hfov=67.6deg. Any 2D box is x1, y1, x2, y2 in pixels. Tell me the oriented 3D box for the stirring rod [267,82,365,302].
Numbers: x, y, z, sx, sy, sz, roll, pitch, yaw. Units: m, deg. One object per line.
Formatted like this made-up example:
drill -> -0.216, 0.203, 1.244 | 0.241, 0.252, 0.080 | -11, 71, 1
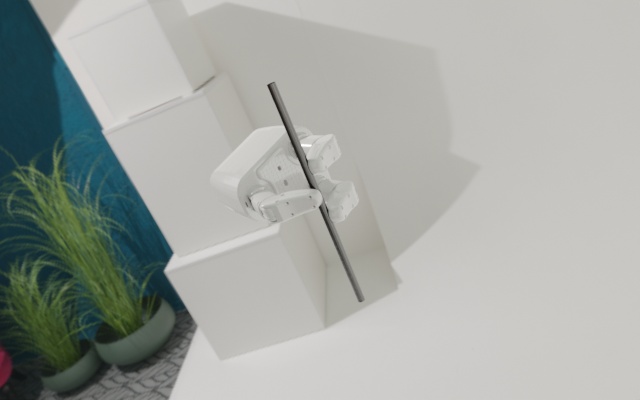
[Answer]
stirring rod -> 0.000, 0.002, 0.459 | 0.011, 0.240, 0.011 | -19, 22, 8
